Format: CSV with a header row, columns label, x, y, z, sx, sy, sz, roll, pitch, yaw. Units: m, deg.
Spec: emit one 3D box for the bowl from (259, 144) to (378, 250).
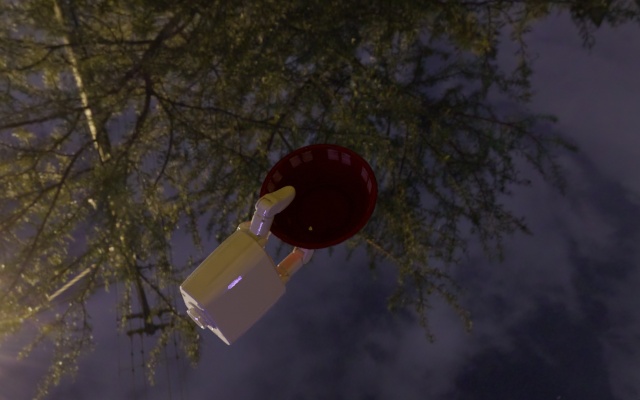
label,x,y,z,sx,sy,sz,roll,pitch,yaw
bowl,0.001,0.002,0.662,0.162,0.162,0.055,0,-28,12
